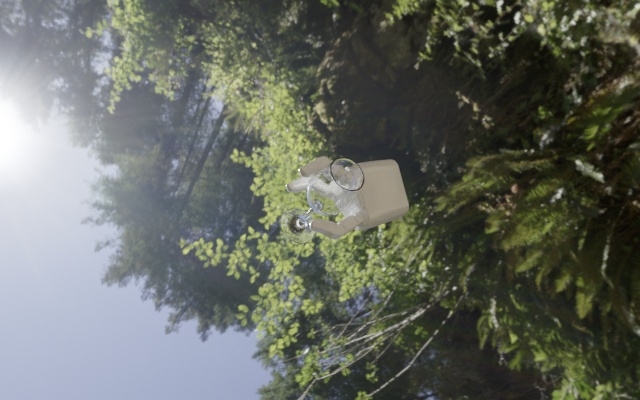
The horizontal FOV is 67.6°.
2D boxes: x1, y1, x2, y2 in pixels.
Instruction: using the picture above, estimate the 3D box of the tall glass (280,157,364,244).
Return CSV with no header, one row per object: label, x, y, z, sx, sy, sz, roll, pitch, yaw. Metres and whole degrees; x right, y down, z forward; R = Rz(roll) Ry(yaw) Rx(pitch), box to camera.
tall glass,0.000,0.003,0.828,0.079,0.079,0.201,0,-27,-29
